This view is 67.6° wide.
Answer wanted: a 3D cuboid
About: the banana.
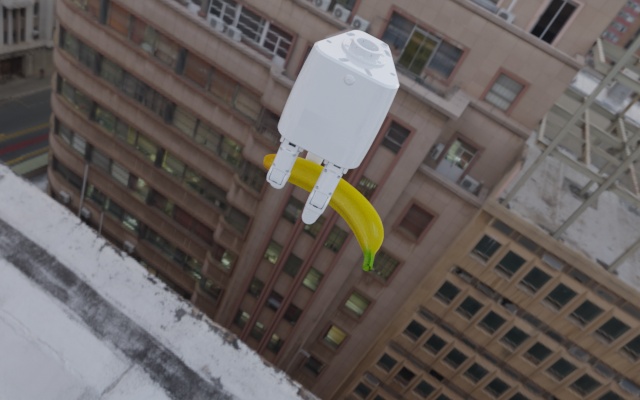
[{"bbox_3d":[0.014,-0.002,0.603,0.069,0.197,0.037,-30,-23,-44],"label":"banana"}]
